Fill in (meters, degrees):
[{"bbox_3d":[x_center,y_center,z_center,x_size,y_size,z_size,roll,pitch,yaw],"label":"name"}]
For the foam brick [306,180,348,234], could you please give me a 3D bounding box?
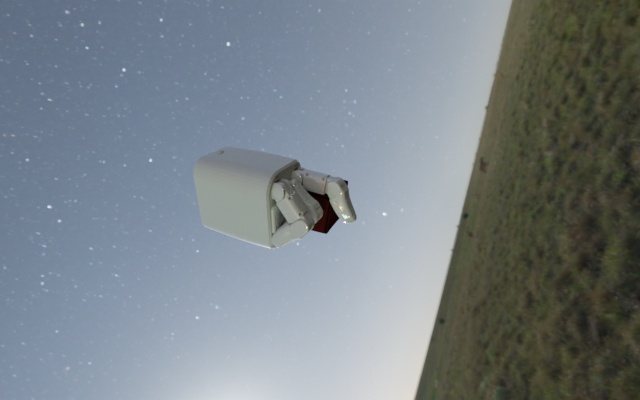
[{"bbox_3d":[0.000,0.002,0.644,0.051,0.053,0.078,14,23,16],"label":"foam brick"}]
